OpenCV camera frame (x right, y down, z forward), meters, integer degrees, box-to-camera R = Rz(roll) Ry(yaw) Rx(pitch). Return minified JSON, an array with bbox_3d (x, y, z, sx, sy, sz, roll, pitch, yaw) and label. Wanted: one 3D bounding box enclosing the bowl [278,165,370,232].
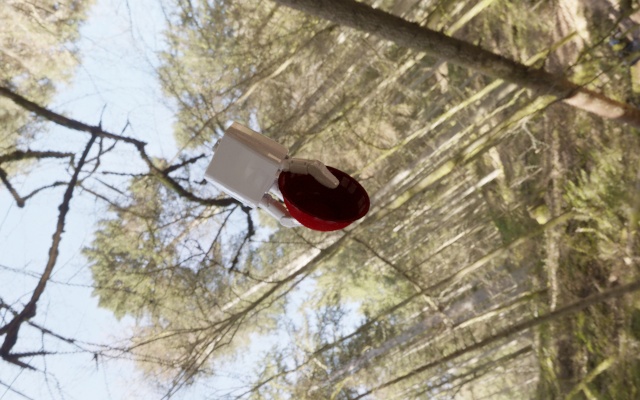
[{"bbox_3d":[0.001,0.004,0.812,0.162,0.055,0.162,13,35,-9],"label":"bowl"}]
